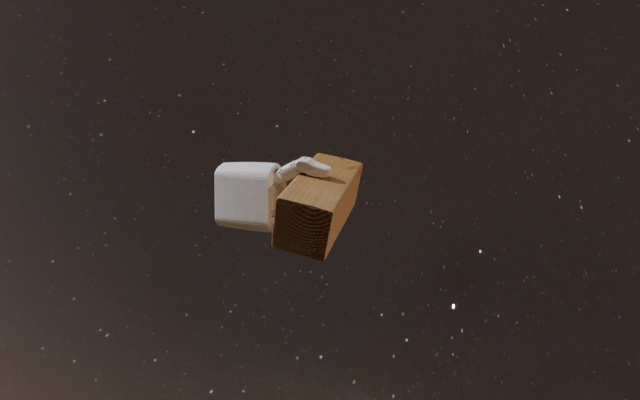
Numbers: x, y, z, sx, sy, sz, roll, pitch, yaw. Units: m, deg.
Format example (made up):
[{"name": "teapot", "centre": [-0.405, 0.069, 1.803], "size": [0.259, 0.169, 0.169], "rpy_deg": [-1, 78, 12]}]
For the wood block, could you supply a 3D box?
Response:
[{"name": "wood block", "centre": [0.000, 0.002, 0.801], "size": [0.090, 0.091, 0.206], "rpy_deg": [15, 28, 11]}]
